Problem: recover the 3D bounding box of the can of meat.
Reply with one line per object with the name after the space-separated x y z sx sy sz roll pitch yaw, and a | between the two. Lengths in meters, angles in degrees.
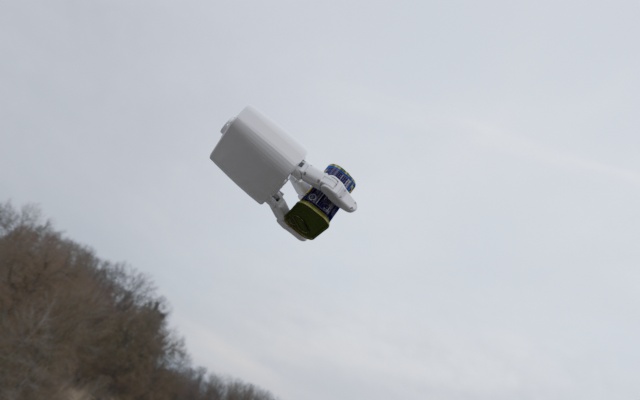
0.000 0.002 0.710 0.057 0.084 0.102 39 -27 -3 | can of meat
